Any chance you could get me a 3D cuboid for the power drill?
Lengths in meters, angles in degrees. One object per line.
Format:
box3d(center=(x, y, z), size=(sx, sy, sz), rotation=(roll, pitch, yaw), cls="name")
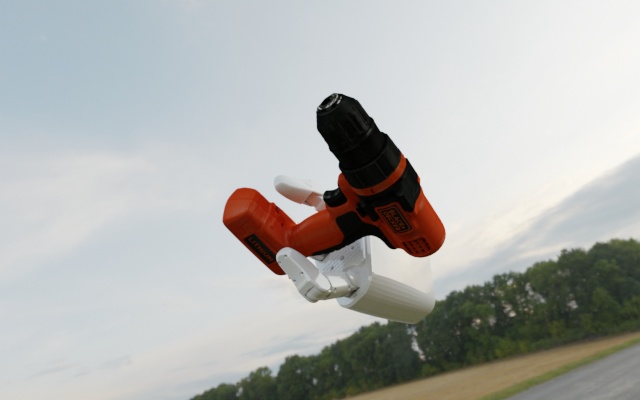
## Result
box3d(center=(0.000, 0.002, 0.448), size=(0.188, 0.057, 0.184), rotation=(-17, -53, 33), cls="power drill")
